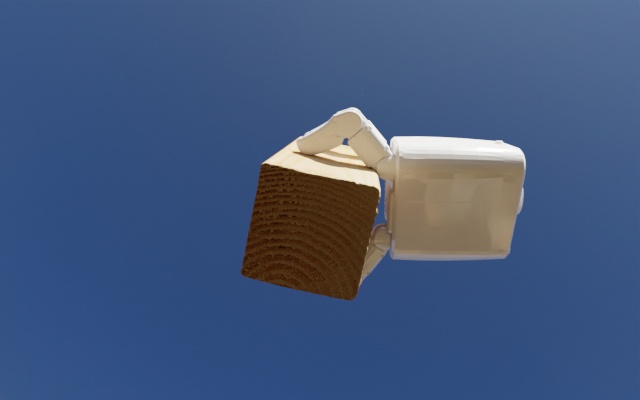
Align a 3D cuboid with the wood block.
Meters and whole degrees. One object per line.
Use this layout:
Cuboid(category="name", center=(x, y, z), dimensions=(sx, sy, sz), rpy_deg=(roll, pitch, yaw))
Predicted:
Cuboid(category="wood block", center=(0.000, 0.002, 0.443), dimensions=(0.090, 0.091, 0.206), rpy_deg=(12, 13, 2))
